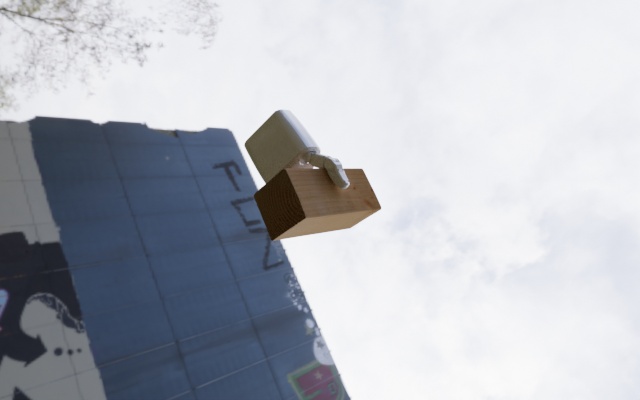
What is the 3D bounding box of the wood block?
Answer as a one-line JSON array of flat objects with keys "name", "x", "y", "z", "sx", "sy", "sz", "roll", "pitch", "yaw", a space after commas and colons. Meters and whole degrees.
[{"name": "wood block", "x": 0.000, "y": 0.002, "z": 0.834, "sx": 0.206, "sy": 0.090, "sz": 0.091, "roll": -5, "pitch": -24, "yaw": -49}]
